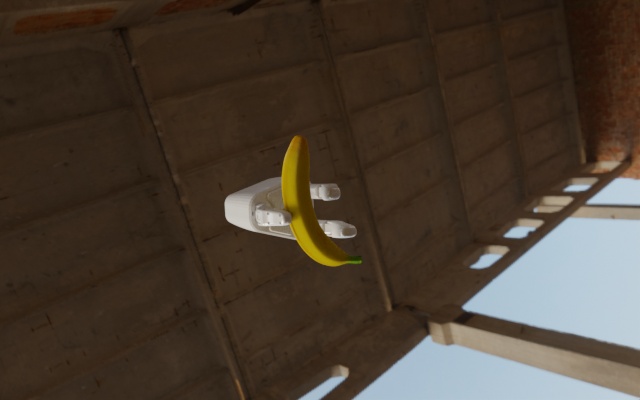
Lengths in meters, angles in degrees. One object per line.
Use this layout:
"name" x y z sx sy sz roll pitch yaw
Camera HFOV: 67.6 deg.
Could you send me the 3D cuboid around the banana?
"banana" -0.013 0.014 0.637 0.069 0.198 0.037 -32 18 -22
